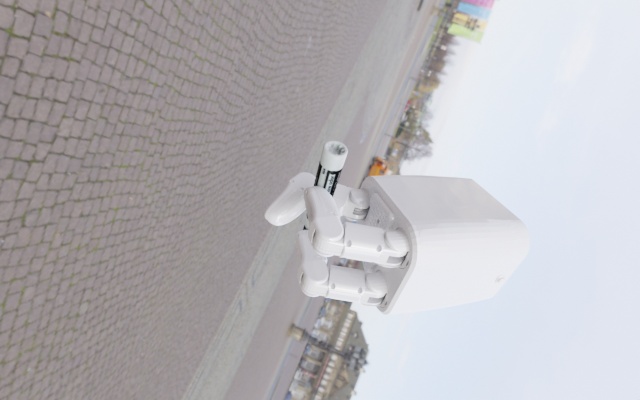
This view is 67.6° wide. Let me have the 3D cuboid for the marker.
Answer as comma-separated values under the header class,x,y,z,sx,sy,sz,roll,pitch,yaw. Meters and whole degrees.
class,x,y,z,sx,sy,sz,roll,pitch,yaw
marker,0.000,0.001,0.401,0.020,0.020,0.121,0,-42,-15
